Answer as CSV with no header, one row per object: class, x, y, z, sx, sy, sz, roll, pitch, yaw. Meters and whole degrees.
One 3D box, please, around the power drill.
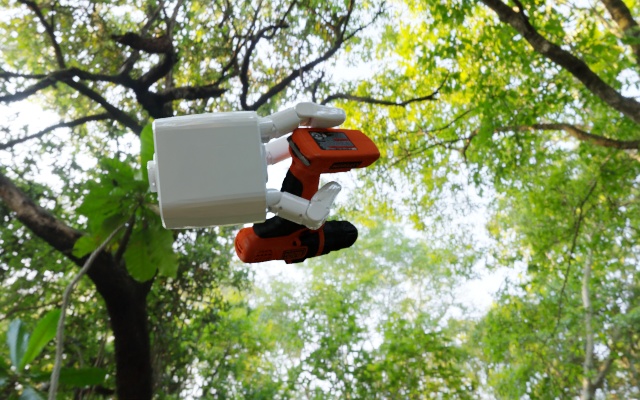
power drill,0.000,0.002,0.589,0.184,0.188,0.057,-5,44,-37
